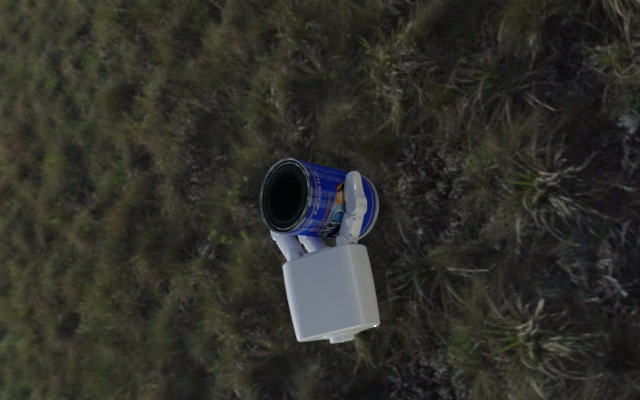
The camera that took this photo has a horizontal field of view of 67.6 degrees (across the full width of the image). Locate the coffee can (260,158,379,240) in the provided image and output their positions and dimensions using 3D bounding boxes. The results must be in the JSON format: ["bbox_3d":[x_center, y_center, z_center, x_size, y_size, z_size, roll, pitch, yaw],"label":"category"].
[{"bbox_3d":[0.000,0.002,0.678,0.103,0.103,0.140,0,-7,45],"label":"coffee can"}]
